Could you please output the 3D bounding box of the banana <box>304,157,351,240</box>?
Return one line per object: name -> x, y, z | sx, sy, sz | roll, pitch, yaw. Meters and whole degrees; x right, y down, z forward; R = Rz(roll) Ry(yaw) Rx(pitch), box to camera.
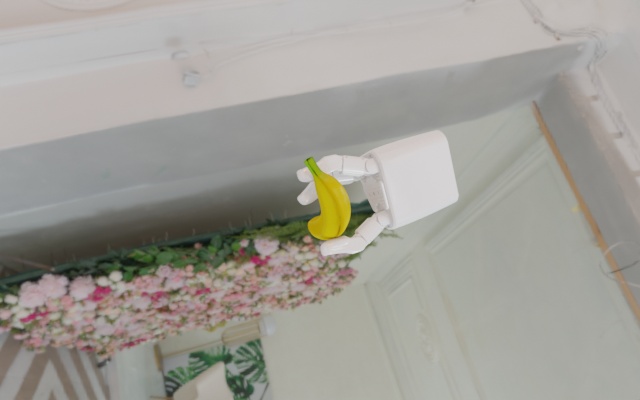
banana -> 0.010, 0.015, 0.626 | 0.037, 0.069, 0.198 | -27, -23, -15
